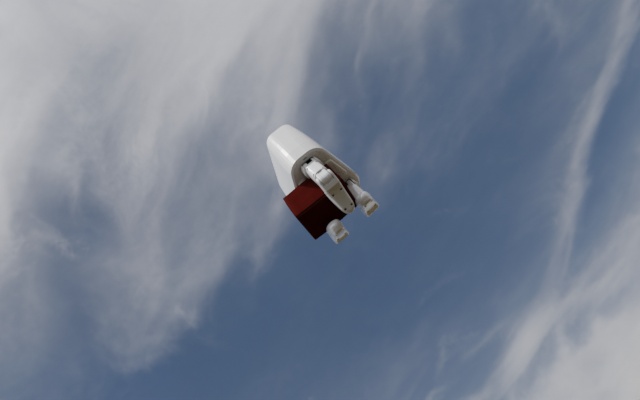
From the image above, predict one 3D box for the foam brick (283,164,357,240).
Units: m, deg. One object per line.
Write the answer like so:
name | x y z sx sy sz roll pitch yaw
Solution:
foam brick | 0.000 0.002 0.636 0.078 0.053 0.051 -39 40 -4
